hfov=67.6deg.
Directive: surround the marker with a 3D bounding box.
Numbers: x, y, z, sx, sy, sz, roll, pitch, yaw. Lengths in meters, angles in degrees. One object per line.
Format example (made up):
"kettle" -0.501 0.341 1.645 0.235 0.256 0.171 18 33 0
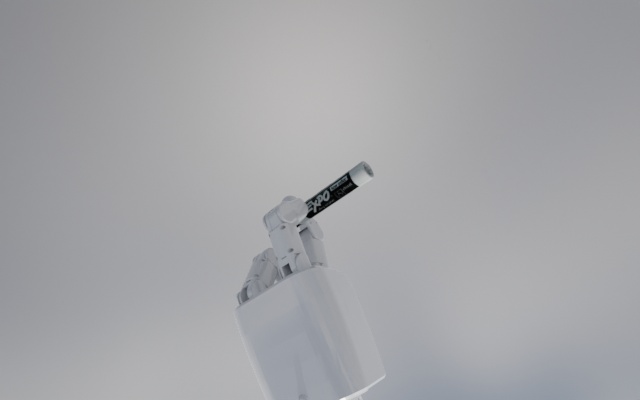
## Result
"marker" 0.000 0.001 0.469 0.121 0.020 0.020 -35 -18 28
